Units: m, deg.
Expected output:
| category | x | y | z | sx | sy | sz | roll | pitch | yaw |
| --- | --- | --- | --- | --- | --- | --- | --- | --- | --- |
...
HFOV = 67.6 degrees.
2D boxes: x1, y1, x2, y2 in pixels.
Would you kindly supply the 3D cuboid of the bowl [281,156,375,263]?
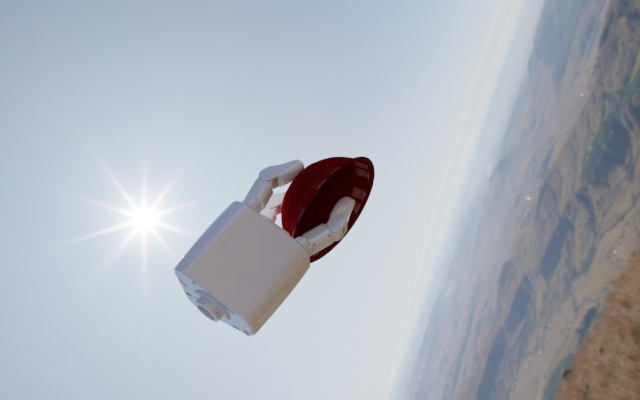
| category | x | y | z | sx | sy | sz | roll | pitch | yaw |
| --- | --- | --- | --- | --- | --- | --- | --- | --- | --- |
| bowl | 0.001 | 0.001 | 0.620 | 0.055 | 0.162 | 0.162 | 35 | 17 | 26 |
